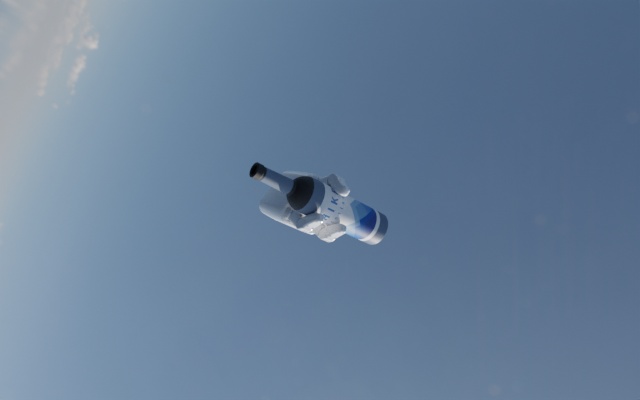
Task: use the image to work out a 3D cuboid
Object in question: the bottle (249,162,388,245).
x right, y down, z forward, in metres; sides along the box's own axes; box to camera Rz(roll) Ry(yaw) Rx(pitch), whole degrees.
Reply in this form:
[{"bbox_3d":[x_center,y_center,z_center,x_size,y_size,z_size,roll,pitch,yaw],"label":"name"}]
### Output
[{"bbox_3d":[0.000,0.003,0.868,0.296,0.069,0.069,26,-15,-34],"label":"bottle"}]
